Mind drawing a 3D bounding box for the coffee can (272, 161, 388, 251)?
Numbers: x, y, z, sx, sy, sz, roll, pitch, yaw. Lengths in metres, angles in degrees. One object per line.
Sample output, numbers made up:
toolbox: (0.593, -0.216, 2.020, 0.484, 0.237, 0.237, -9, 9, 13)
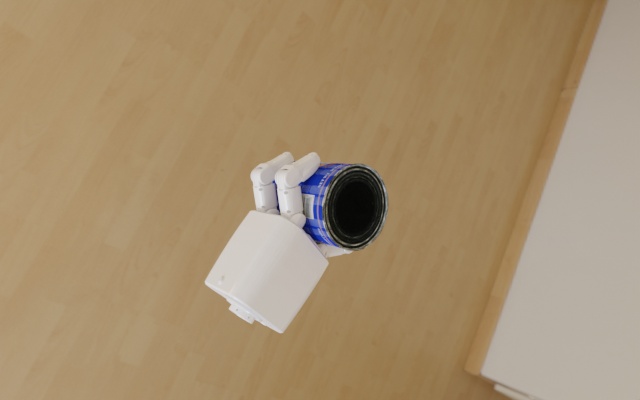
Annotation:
coffee can: (0.000, 0.002, 0.606, 0.103, 0.103, 0.140, 0, 5, -38)
